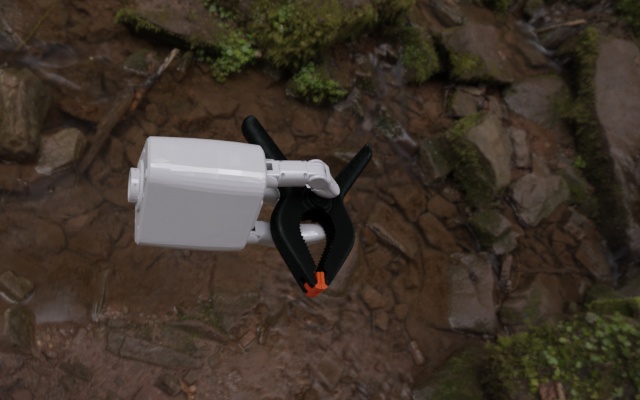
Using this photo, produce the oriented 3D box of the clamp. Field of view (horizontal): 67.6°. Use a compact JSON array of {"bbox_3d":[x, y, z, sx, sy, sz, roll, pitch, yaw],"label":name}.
[{"bbox_3d":[0.000,0.002,0.529,0.164,0.210,0.036,3,-30,-24],"label":"clamp"}]
